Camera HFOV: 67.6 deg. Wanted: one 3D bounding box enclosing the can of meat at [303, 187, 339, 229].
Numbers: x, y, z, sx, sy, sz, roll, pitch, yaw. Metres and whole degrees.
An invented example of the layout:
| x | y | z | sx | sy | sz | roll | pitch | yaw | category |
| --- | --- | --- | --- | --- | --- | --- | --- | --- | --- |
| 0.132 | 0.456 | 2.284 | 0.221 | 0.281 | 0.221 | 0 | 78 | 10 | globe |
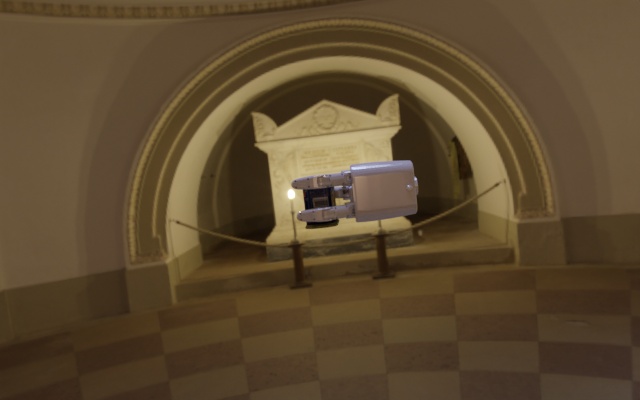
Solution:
| x | y | z | sx | sy | sz | roll | pitch | yaw | category |
| --- | --- | --- | --- | --- | --- | --- | --- | --- | --- |
| 0.000 | 0.002 | 0.855 | 0.057 | 0.084 | 0.102 | -6 | 3 | 5 | can of meat |
